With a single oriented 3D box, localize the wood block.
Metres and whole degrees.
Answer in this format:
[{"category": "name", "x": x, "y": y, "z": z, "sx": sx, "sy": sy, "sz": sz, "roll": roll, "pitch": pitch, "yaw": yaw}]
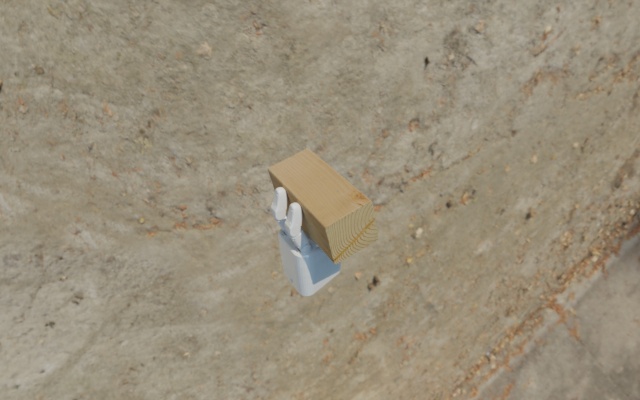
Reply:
[{"category": "wood block", "x": 0.001, "y": 0.003, "z": 0.833, "sx": 0.091, "sy": 0.090, "sz": 0.206, "roll": -29, "pitch": 42, "yaw": -17}]
